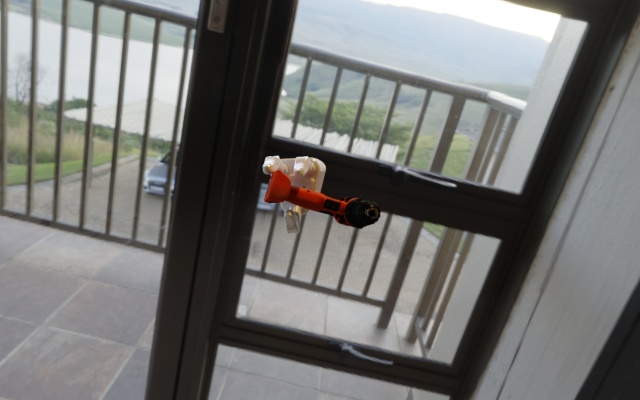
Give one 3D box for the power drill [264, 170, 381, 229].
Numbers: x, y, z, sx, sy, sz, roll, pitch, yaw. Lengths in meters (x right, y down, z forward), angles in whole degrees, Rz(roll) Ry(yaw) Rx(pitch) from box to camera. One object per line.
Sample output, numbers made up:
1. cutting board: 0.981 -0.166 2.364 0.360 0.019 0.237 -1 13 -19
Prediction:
1. power drill: 0.000 0.003 0.832 0.187 0.057 0.184 19 -7 -11
